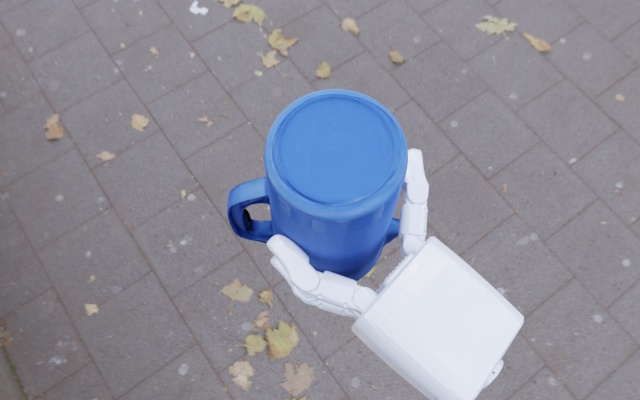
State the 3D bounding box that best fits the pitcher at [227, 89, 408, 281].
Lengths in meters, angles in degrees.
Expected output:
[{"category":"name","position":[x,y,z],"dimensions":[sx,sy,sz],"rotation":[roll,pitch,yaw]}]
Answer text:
[{"category":"pitcher","position":[0.000,0.002,0.460],"dimensions":[0.149,0.145,0.243],"rotation":[-43,-14,-14]}]
